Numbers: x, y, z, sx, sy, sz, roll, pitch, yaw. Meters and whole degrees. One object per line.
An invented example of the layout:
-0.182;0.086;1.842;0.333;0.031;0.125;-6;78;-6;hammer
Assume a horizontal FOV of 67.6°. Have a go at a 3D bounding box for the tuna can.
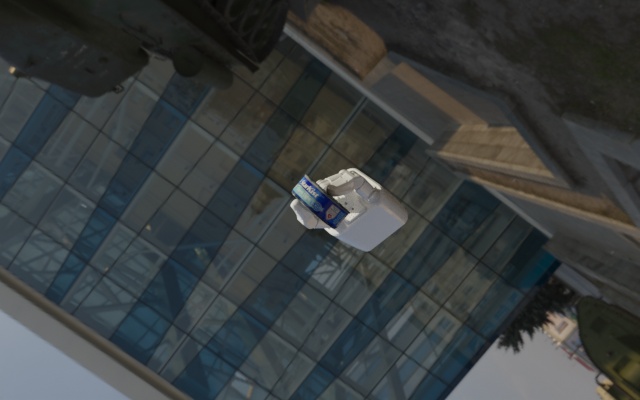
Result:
0.000;0.003;0.690;0.086;0.034;0.086;41;3;-2;tuna can
